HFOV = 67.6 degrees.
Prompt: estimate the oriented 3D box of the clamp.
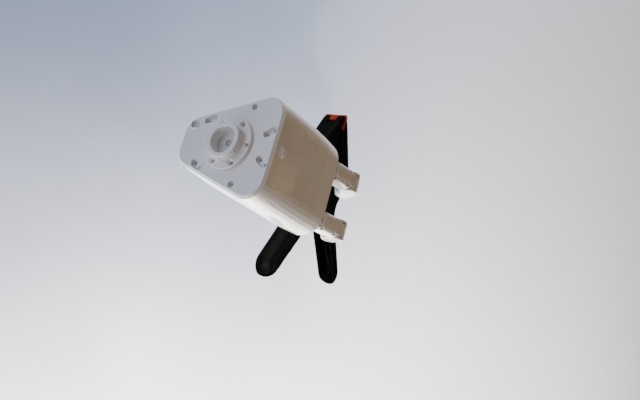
[{"bbox_3d":[-0.001,0.001,0.572,0.036,0.210,0.165,10,-14,28],"label":"clamp"}]
